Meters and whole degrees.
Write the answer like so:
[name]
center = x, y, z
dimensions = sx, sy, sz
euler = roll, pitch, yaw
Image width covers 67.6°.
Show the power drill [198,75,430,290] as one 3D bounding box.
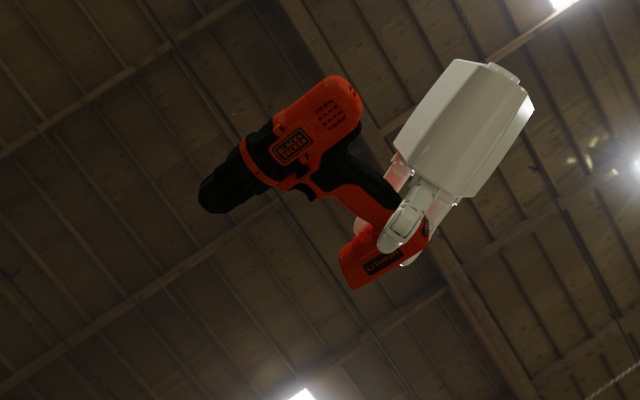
[power drill]
center = 0.001, 0.002, 0.460
dimensions = 0.184, 0.188, 0.057
euler = -34, 24, 22
